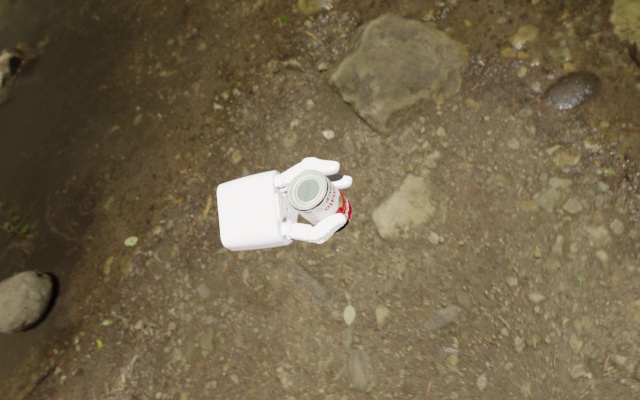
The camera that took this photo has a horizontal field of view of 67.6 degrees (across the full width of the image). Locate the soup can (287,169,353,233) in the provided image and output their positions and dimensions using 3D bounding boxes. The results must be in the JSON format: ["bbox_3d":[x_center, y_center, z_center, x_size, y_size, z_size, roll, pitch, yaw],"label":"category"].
[{"bbox_3d":[0.000,0.002,0.733,0.068,0.068,0.102,0,-22,26],"label":"soup can"}]
